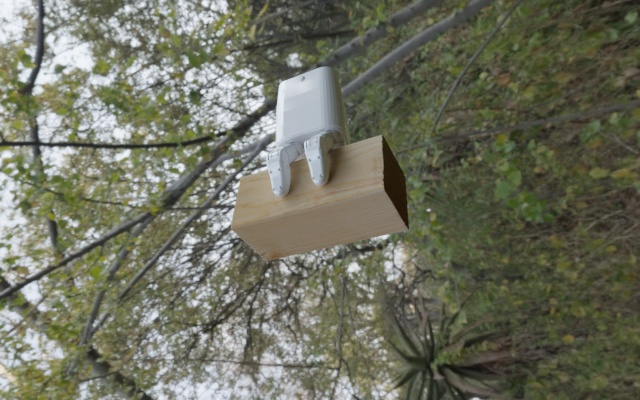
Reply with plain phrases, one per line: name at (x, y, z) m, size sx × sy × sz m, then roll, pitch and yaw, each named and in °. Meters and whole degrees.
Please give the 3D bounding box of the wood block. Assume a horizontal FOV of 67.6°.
wood block at (0.000, 0.002, 0.619) m, size 0.206 × 0.090 × 0.091 m, roll -15°, pitch -40°, yaw 23°
